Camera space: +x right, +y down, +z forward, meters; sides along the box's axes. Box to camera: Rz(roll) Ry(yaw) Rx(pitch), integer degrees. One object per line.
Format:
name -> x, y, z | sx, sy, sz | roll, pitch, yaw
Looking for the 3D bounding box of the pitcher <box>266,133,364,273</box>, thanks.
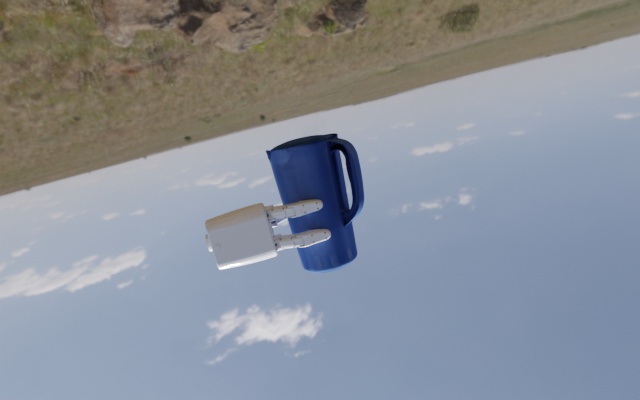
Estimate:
pitcher -> 0.000, 0.003, 0.872 | 0.145, 0.243, 0.149 | -16, 11, -8
